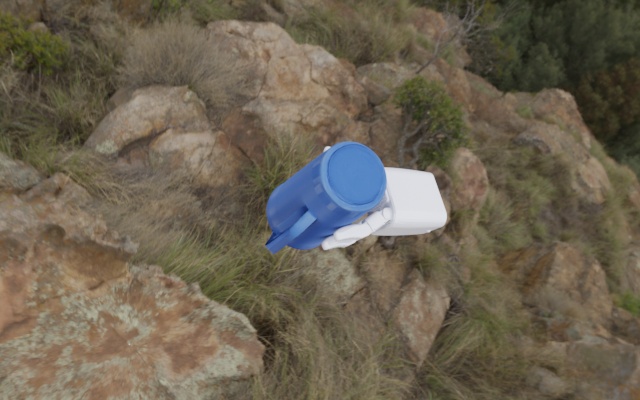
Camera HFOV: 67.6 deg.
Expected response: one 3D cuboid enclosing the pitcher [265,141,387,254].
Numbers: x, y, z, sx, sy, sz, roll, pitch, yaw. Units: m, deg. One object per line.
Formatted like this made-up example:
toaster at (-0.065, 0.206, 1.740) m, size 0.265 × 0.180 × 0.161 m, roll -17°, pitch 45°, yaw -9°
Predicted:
pitcher at (0.000, 0.003, 0.781) m, size 0.145 × 0.149 × 0.243 m, roll 4°, pitch -17°, yaw -21°
